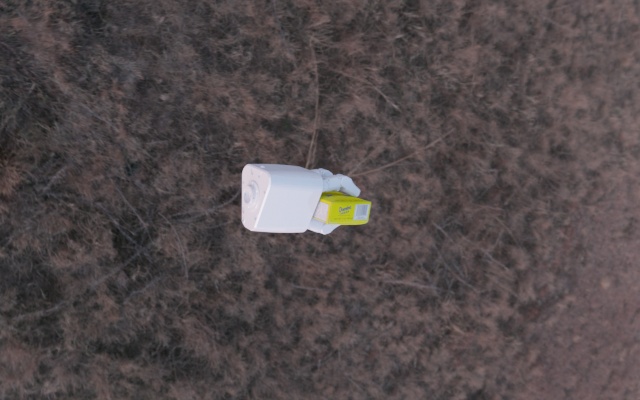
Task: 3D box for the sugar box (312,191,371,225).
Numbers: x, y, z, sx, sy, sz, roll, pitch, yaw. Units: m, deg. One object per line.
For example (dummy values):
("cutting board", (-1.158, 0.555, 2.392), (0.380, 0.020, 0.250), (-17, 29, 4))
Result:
("sugar box", (0.000, 0.002, 0.880), (0.093, 0.048, 0.176), (1, 14, -38))
